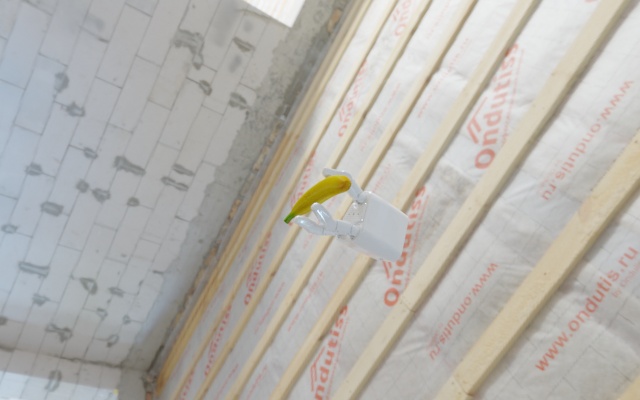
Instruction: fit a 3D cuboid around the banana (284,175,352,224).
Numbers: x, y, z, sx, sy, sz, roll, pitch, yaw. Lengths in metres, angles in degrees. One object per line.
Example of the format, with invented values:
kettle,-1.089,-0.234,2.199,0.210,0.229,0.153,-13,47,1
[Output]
banana,0.004,-0.009,0.904,0.037,0.069,0.198,36,-41,-18
